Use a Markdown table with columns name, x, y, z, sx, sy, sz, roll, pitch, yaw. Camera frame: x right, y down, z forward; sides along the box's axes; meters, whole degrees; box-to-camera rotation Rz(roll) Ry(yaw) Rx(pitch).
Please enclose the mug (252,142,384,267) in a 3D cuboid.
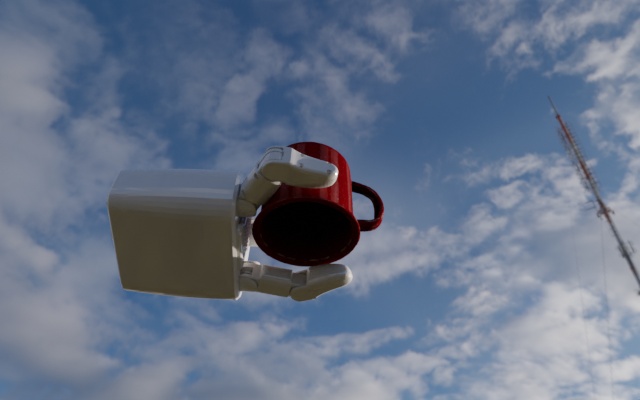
| name | x | y | z | sx | sy | sz | roll | pitch | yaw |
| --- | --- | --- | --- | --- | --- | --- | --- | --- | --- |
| mug | 0.002 | 0.001 | 0.438 | 0.117 | 0.081 | 0.093 | 3 | -44 | -3 |
